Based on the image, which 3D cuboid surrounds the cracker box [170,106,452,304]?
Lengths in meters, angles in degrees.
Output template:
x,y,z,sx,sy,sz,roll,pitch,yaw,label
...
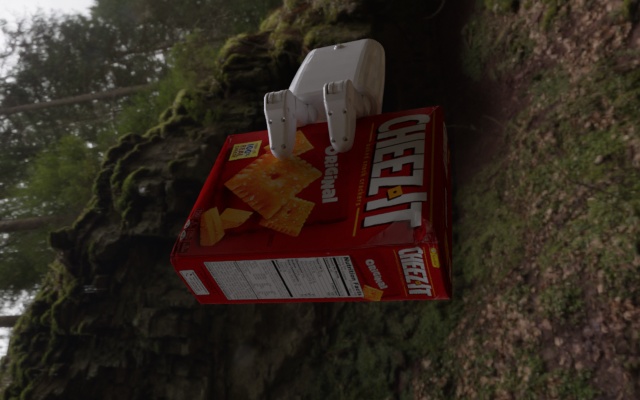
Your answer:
x,y,z,sx,sy,sz,roll,pitch,yaw,label
0.000,0.001,0.412,0.214,0.072,0.164,-6,43,19,cracker box
